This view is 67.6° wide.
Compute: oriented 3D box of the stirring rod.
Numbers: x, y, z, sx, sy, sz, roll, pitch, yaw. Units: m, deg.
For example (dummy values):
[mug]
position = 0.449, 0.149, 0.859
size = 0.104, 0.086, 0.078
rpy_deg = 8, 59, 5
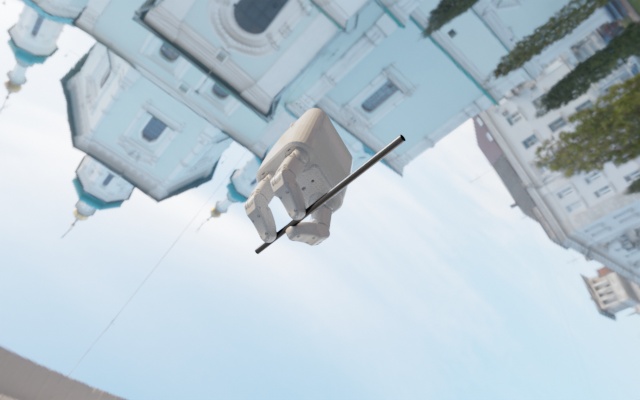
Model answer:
[stirring rod]
position = 0.000, 0.002, 0.522
size = 0.011, 0.011, 0.240
rpy_deg = 0, -31, -49
